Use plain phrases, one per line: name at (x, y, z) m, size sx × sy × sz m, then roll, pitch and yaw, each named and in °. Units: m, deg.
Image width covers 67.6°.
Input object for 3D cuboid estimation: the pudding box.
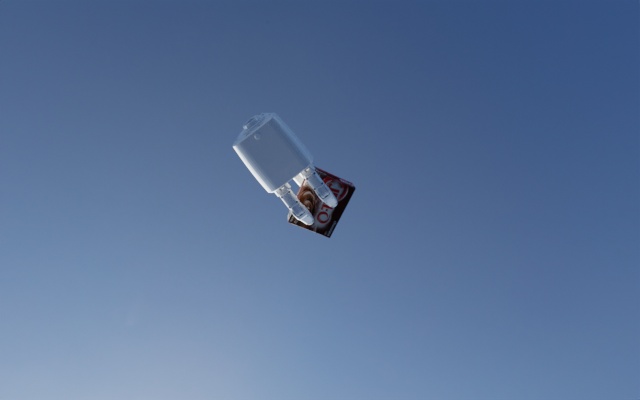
pudding box at (0.000, 0.003, 0.892) m, size 0.090 × 0.113 × 0.039 m, roll 22°, pitch 18°, yaw -16°
